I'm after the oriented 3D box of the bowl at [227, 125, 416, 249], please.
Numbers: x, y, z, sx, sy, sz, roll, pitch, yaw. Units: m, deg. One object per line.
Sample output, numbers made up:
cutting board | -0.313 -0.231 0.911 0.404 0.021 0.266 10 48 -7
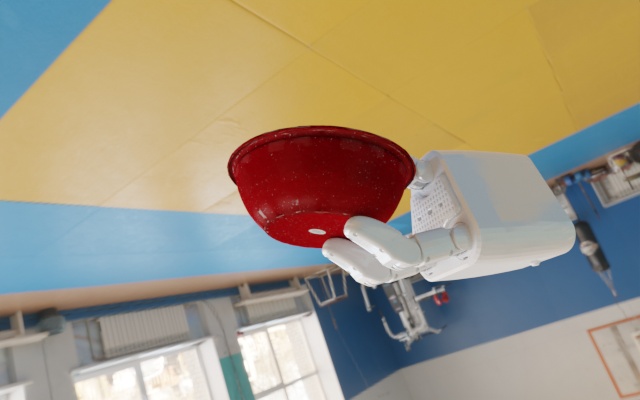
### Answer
bowl | -0.001 0.002 0.404 0.162 0.055 0.162 1 -23 1
